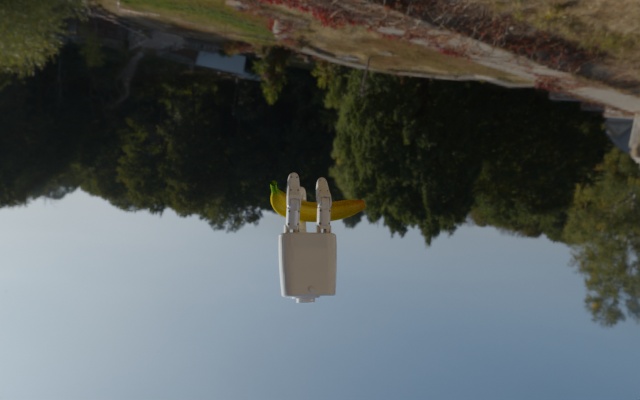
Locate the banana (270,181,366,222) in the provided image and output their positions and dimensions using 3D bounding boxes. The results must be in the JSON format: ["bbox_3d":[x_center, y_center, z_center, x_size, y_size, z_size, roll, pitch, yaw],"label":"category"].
[{"bbox_3d":[-0.012,0.013,0.868,0.198,0.037,0.070,10,-39,-30],"label":"banana"}]
